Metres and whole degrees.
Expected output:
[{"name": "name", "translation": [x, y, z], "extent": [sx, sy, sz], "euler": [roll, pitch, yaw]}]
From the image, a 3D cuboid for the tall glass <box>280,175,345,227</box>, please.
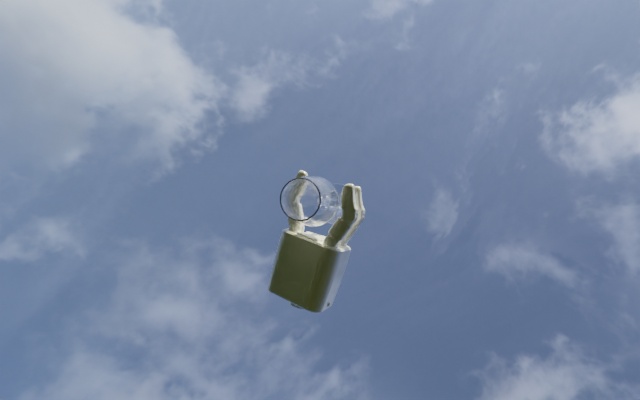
[{"name": "tall glass", "translation": [0.000, 0.002, 0.767], "extent": [0.079, 0.079, 0.201], "euler": [0, -3, 17]}]
